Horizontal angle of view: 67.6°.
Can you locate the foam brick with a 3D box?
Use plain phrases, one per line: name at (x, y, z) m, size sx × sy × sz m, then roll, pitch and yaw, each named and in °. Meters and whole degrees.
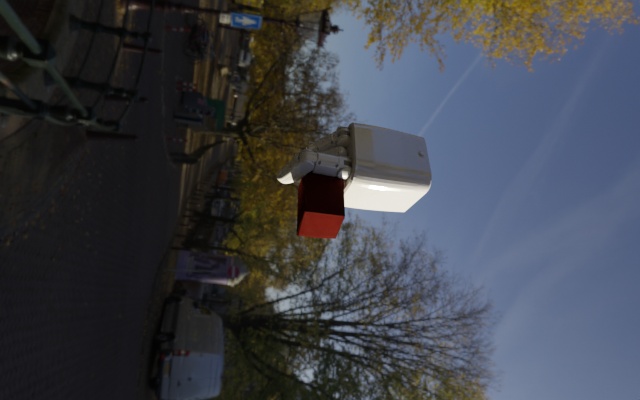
foam brick at (0.000, 0.002, 0.605) m, size 0.051 × 0.078 × 0.053 m, roll 8°, pitch -39°, yaw -10°
